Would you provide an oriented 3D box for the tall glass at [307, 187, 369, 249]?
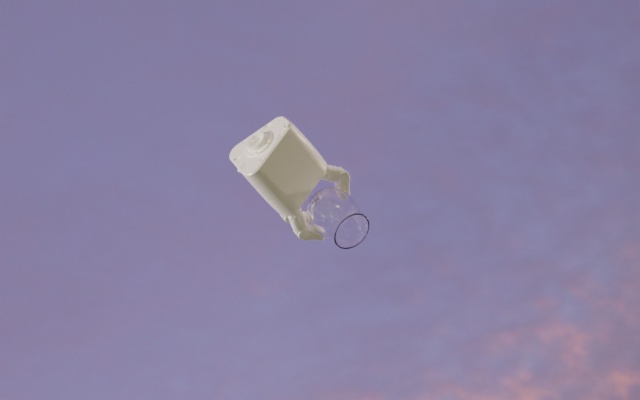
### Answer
[{"bbox_3d":[0.000,0.002,0.792,0.079,0.079,0.201,0,27,-33],"label":"tall glass"}]
